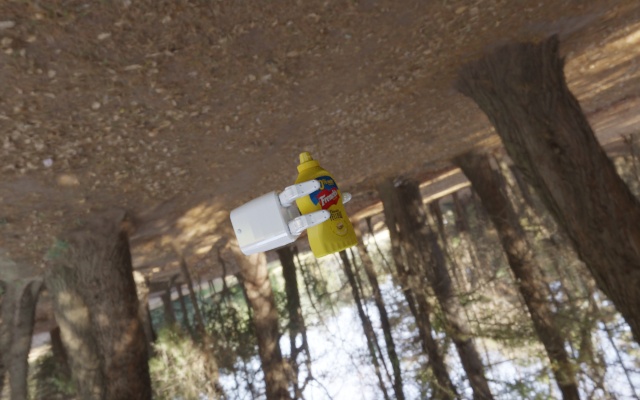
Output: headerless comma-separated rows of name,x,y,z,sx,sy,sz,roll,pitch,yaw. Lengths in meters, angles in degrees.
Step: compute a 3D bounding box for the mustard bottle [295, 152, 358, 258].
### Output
mustard bottle,0.000,0.003,0.870,0.096,0.191,0.058,-13,-9,-45
